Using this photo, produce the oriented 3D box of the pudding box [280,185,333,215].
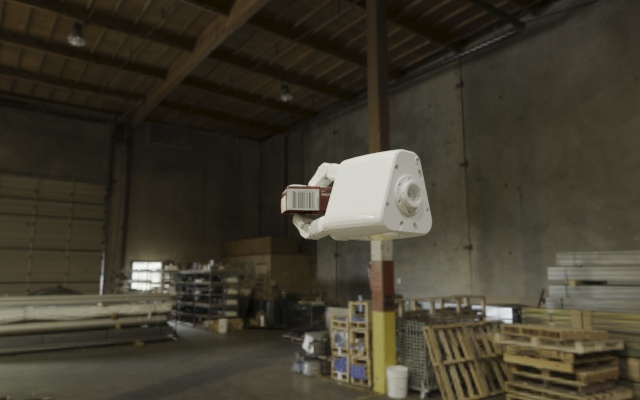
[{"bbox_3d":[0.000,0.002,0.714,0.113,0.039,0.090,3,-6,-9],"label":"pudding box"}]
